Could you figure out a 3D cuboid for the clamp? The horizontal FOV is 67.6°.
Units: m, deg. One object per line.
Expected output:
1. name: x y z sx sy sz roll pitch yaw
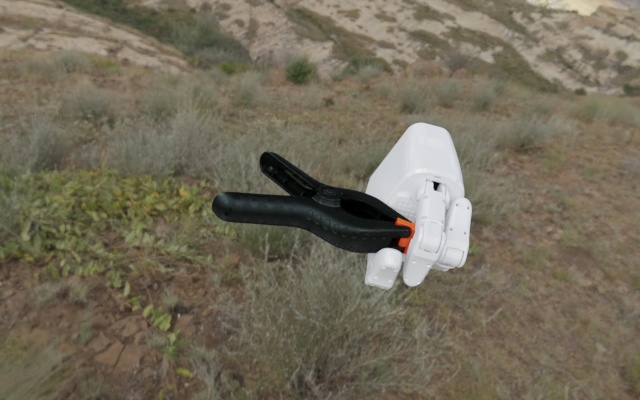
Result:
1. clamp: 0.000 0.001 0.434 0.171 0.039 0.120 17 34 -2
